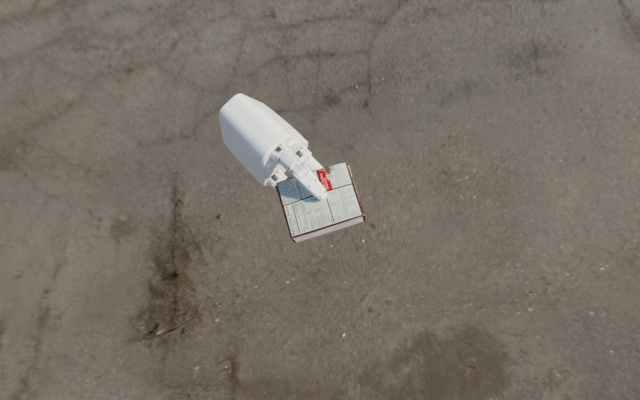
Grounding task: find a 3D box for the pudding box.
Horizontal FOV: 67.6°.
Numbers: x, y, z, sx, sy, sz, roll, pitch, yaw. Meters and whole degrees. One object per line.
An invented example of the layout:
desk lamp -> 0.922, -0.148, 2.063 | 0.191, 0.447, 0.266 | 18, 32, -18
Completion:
pudding box -> 0.000, 0.002, 0.698 | 0.113, 0.090, 0.039 | -18, -15, 4
